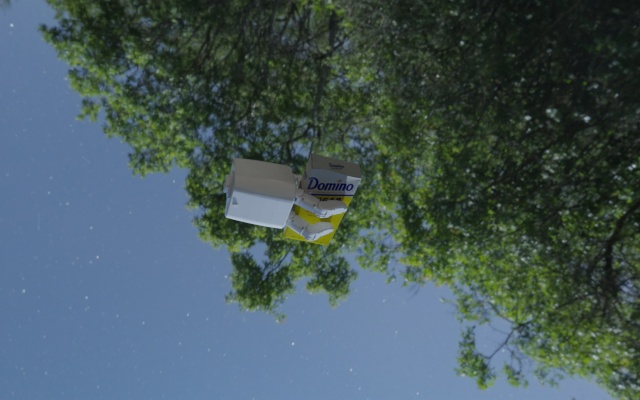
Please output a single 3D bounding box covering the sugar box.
[{"bbox_3d":[0.000,0.003,0.868,0.093,0.176,0.048,11,42,-14],"label":"sugar box"}]
